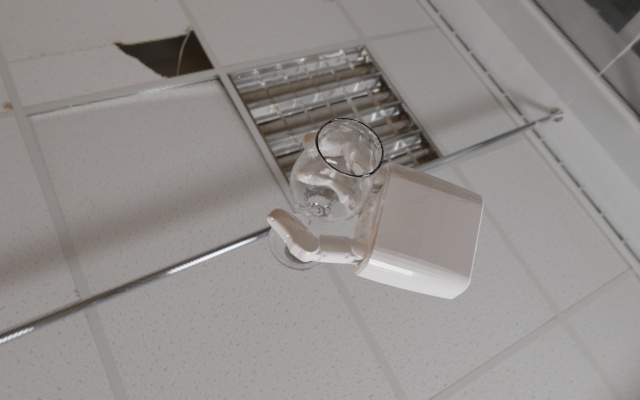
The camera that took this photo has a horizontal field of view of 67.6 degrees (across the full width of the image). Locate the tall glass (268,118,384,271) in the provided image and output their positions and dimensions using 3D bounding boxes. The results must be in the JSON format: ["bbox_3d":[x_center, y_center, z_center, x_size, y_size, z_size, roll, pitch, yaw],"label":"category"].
[{"bbox_3d":[0.000,0.002,0.490,0.079,0.079,0.201,0,-29,-17],"label":"tall glass"}]
